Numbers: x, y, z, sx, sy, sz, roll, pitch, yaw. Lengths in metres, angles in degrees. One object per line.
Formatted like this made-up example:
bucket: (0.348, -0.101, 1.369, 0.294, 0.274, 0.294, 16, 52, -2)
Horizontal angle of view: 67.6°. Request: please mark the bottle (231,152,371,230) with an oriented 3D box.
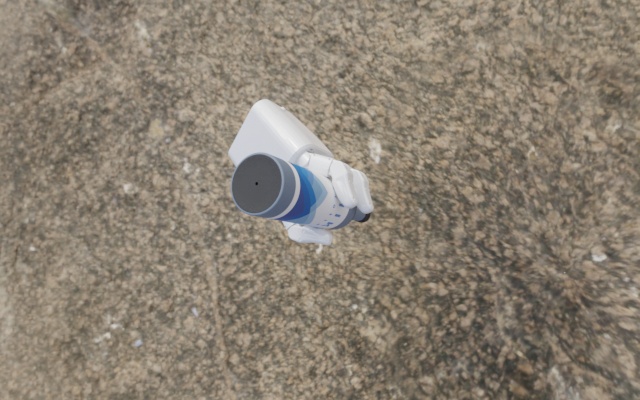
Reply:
bottle: (0.000, 0.002, 0.620, 0.069, 0.069, 0.296, 0, -8, 27)
